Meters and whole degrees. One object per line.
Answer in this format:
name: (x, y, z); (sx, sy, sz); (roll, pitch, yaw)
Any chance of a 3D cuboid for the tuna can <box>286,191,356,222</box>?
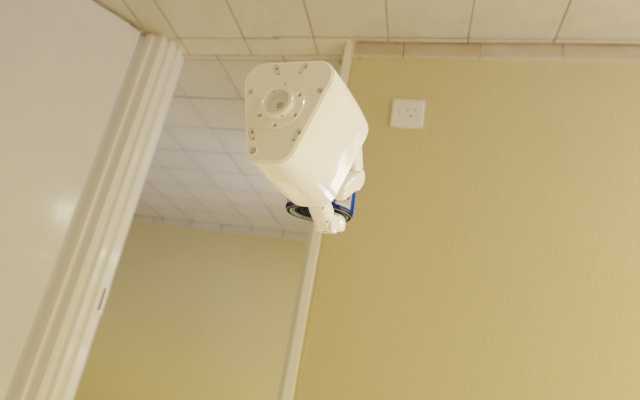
tuna can: (0.000, 0.003, 0.593); (0.086, 0.033, 0.086); (7, -16, 2)
